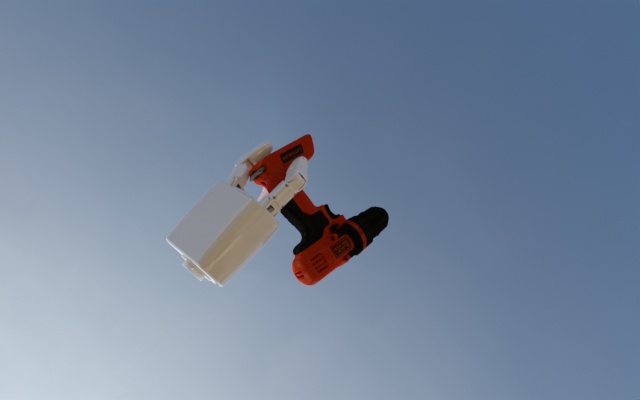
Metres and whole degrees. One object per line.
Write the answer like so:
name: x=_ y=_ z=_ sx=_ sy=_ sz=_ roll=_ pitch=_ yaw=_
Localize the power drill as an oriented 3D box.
power drill: x=0.000 y=0.002 z=0.685 sx=0.184 sy=0.187 sz=0.057 roll=-33 pitch=0 yaw=-37
